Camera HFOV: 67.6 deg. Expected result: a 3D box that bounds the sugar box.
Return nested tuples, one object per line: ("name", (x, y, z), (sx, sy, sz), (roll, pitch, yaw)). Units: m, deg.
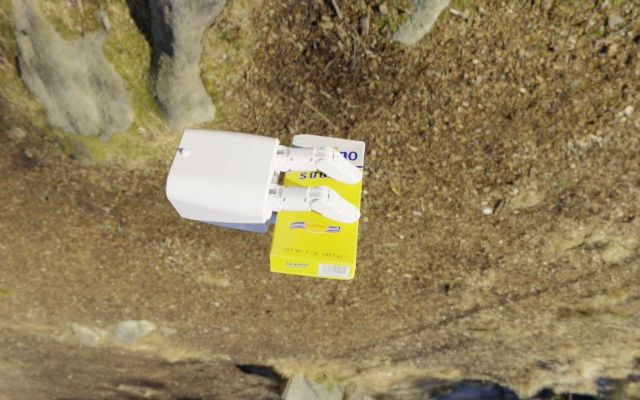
("sugar box", (0.000, 0.002, 0.558), (0.093, 0.176, 0.048), (7, -33, 0))
